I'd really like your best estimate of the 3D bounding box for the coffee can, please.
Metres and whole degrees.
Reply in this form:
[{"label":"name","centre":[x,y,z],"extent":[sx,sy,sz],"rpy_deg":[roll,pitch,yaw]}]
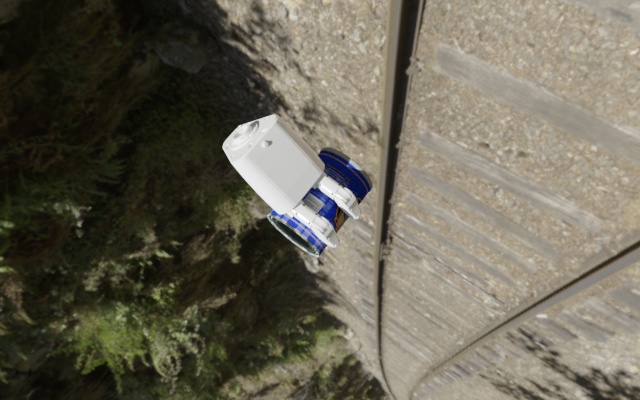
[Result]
[{"label":"coffee can","centre":[0.000,0.002,0.747],"extent":[0.103,0.140,0.103],"rpy_deg":[36,-14,11]}]
